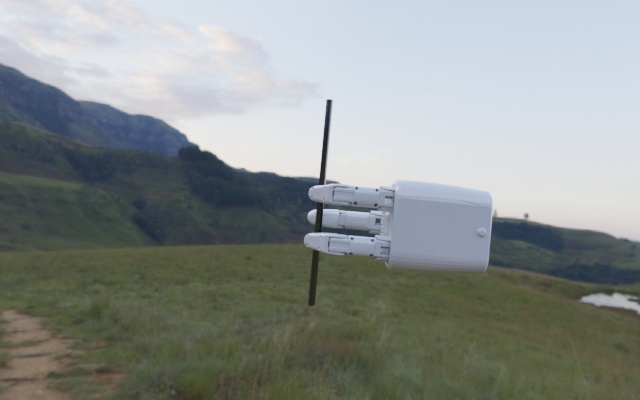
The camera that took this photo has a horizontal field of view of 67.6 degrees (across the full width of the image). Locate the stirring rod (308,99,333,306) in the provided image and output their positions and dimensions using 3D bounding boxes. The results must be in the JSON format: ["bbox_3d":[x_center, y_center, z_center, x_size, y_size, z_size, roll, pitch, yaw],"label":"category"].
[{"bbox_3d":[0.000,0.002,0.557,0.011,0.239,0.011,5,-2,0],"label":"stirring rod"}]
